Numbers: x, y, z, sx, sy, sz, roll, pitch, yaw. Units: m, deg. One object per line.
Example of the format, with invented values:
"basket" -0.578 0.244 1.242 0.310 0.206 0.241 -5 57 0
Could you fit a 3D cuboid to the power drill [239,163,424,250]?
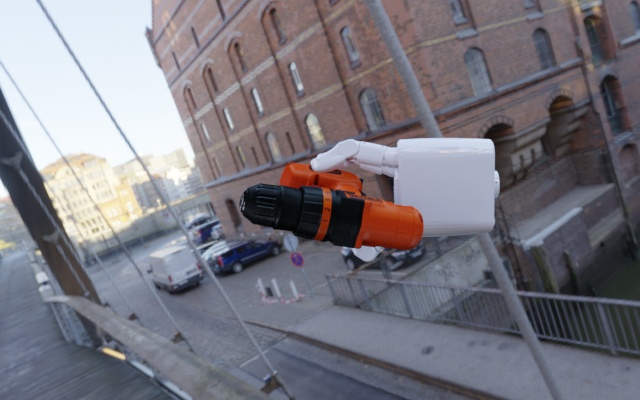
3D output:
"power drill" 0.000 0.002 0.534 0.184 0.057 0.187 11 12 -13
